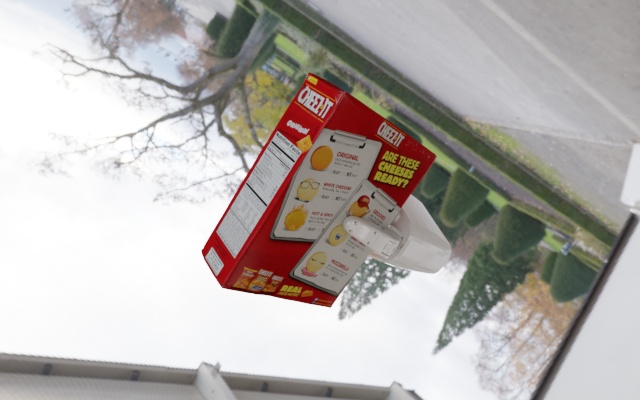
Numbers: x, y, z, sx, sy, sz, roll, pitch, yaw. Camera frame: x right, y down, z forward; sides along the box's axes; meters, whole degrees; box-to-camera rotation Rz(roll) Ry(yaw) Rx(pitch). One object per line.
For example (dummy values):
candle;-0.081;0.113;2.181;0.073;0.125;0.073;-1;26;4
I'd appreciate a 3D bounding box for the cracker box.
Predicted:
cracker box;0.000;0.002;0.500;0.164;0.214;0.072;23;14;-45
